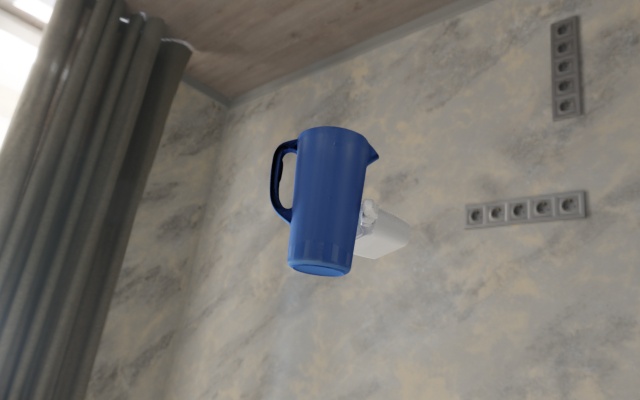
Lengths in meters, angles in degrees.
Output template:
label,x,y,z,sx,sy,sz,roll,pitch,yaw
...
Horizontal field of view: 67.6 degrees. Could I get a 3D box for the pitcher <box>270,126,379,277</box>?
label,x,y,z,sx,sy,sz,roll,pitch,yaw
pitcher,0.000,0.003,0.832,0.149,0.242,0.145,-11,-26,44
